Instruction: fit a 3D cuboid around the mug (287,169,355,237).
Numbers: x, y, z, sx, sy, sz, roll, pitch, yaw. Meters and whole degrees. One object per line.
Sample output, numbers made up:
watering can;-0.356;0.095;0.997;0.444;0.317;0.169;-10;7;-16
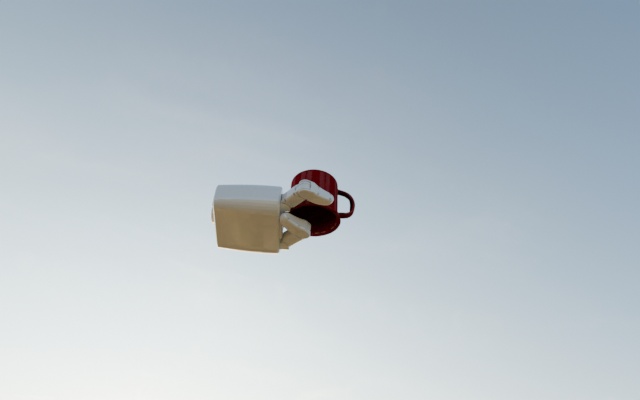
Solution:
mug;0.002;0.003;0.806;0.117;0.081;0.093;3;-38;0
